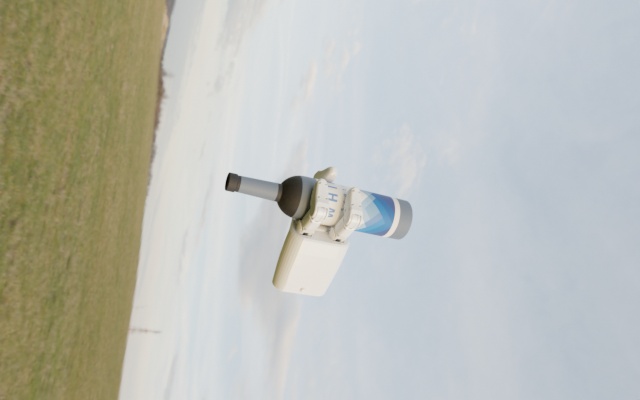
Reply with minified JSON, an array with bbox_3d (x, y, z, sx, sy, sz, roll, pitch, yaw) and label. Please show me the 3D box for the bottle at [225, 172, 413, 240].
[{"bbox_3d":[0.000,0.002,0.737,0.296,0.069,0.069,13,-5,-21],"label":"bottle"}]
